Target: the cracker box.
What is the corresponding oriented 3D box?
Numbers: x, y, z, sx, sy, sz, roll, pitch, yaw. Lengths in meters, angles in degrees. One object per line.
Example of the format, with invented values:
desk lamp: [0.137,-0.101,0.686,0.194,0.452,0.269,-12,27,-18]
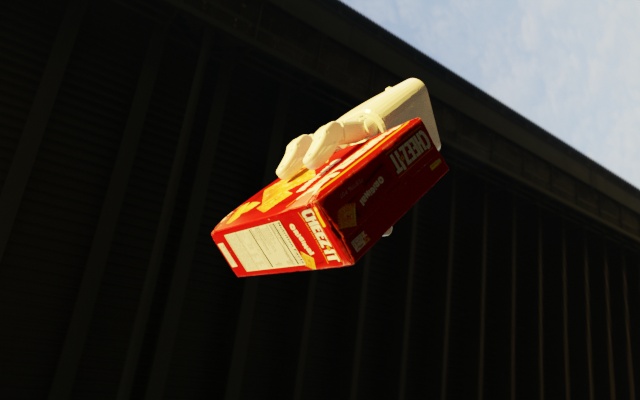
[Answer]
cracker box: [0.000,0.002,0.507,0.164,0.072,0.214,-40,13,-35]
